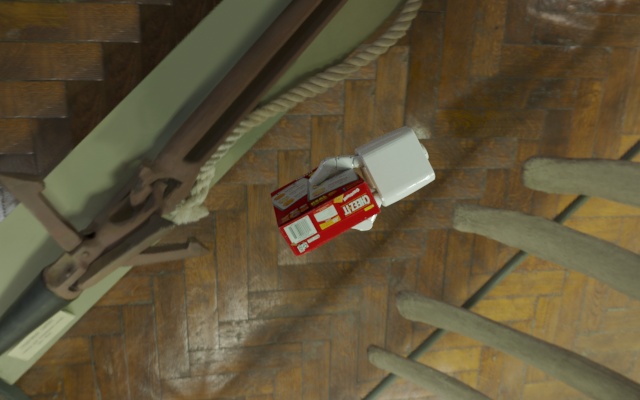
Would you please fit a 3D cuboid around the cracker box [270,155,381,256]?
[{"bbox_3d":[0.000,0.003,0.880,0.164,0.072,0.213,-29,19,0],"label":"cracker box"}]
